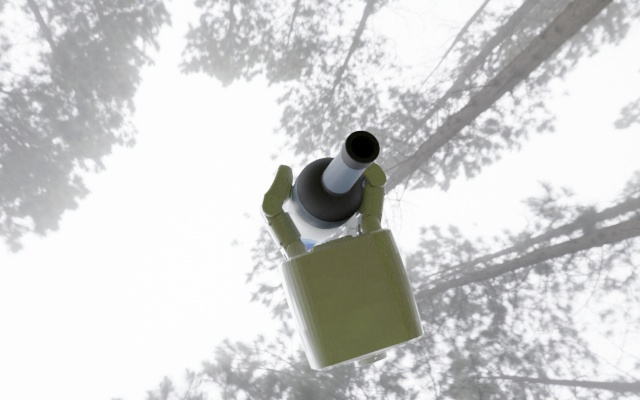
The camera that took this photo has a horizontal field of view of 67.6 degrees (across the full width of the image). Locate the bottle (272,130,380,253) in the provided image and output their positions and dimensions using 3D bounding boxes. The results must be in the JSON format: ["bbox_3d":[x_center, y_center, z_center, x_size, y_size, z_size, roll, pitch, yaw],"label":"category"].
[{"bbox_3d":[0.000,0.002,0.494,0.069,0.069,0.296,0,-17,-13],"label":"bottle"}]
